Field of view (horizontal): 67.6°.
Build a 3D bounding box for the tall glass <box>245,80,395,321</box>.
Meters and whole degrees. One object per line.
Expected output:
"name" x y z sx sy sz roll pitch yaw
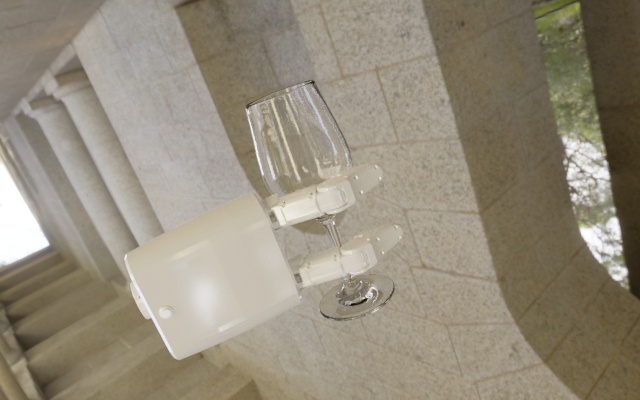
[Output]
"tall glass" 0.000 0.002 0.418 0.079 0.201 0.079 -19 17 6
